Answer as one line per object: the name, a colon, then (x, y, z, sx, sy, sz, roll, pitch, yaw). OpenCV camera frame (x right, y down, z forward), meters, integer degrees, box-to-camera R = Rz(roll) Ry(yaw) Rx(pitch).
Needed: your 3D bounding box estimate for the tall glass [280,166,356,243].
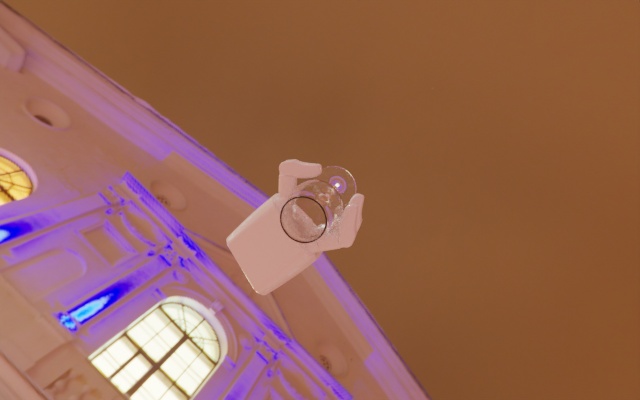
tall glass: (0.000, 0.002, 0.693, 0.079, 0.079, 0.201, 0, 13, 13)
